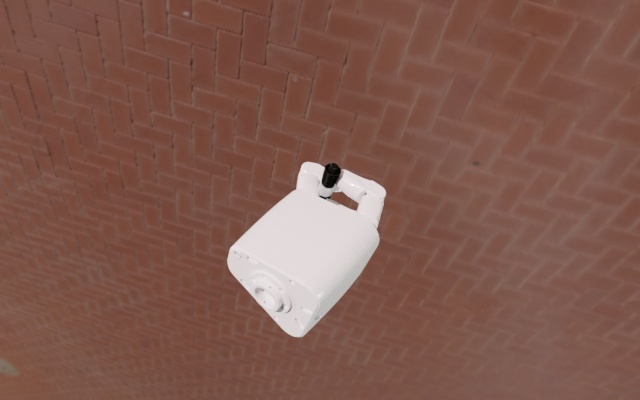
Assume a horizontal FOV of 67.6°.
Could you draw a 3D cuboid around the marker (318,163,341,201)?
[{"bbox_3d":[0.000,0.002,0.556,0.020,0.020,0.121,0,-40,-19],"label":"marker"}]
